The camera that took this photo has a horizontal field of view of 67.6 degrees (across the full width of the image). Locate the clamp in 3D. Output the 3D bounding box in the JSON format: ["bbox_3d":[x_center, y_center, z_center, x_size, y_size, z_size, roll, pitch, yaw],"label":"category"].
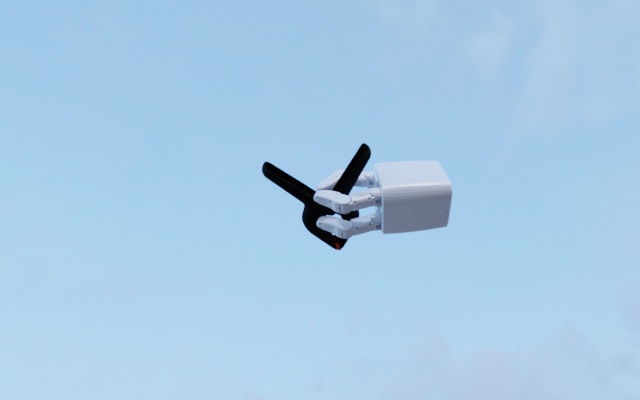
[{"bbox_3d":[0.000,0.002,0.768,0.164,0.210,0.036,-4,43,2],"label":"clamp"}]
